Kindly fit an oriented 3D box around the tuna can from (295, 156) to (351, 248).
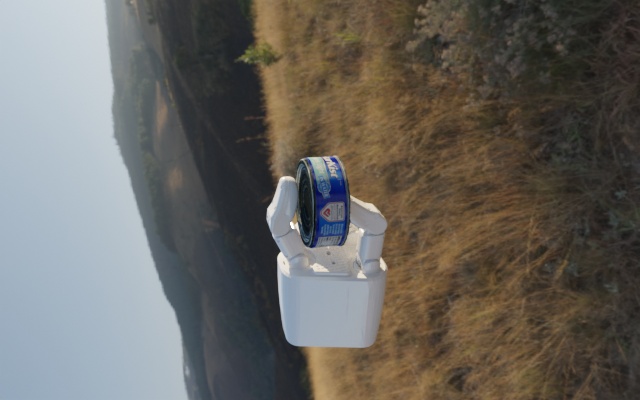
[{"bbox_3d":[0.000,0.001,0.447,0.034,0.086,0.086,-3,1,-14],"label":"tuna can"}]
